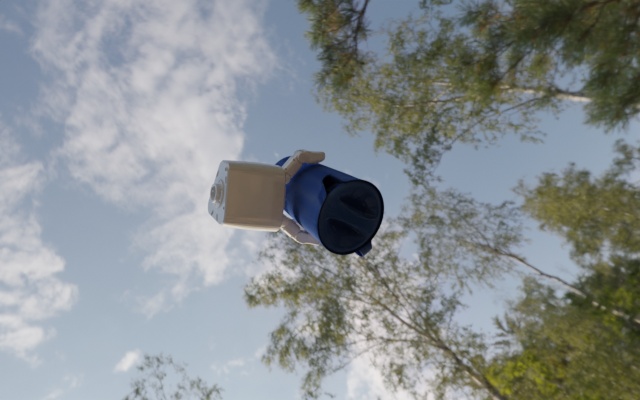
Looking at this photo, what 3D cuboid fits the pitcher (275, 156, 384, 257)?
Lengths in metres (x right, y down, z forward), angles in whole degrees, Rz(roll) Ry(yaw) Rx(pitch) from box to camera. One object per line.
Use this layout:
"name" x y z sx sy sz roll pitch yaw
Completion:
"pitcher" 0.000 0.003 0.886 0.145 0.149 0.242 5 15 -32
